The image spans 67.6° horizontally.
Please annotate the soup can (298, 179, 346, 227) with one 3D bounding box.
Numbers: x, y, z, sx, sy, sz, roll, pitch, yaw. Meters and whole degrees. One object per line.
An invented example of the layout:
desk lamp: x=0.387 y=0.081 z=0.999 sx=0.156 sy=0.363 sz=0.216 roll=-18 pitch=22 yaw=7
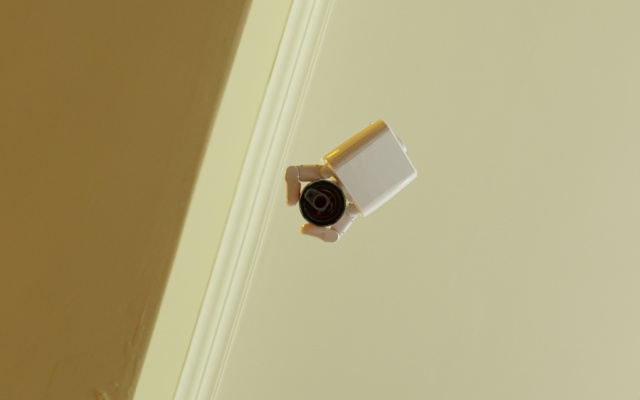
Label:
soup can: x=0.000 y=0.003 z=0.724 sx=0.068 sy=0.068 sz=0.102 roll=0 pitch=2 yaw=-3
